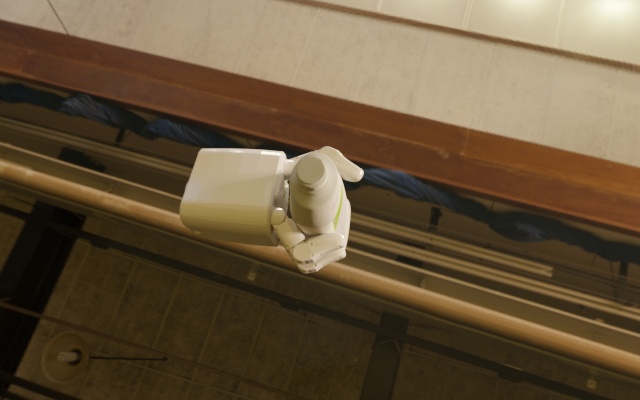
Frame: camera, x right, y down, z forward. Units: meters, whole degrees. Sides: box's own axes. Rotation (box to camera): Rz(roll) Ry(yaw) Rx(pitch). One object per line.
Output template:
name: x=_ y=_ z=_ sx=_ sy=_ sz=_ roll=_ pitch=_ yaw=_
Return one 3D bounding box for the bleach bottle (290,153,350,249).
bleach bottle: x=0.000 y=0.002 z=0.580 sx=0.068 sy=0.102 sz=0.251 roll=5 pitch=-18 yaw=5
